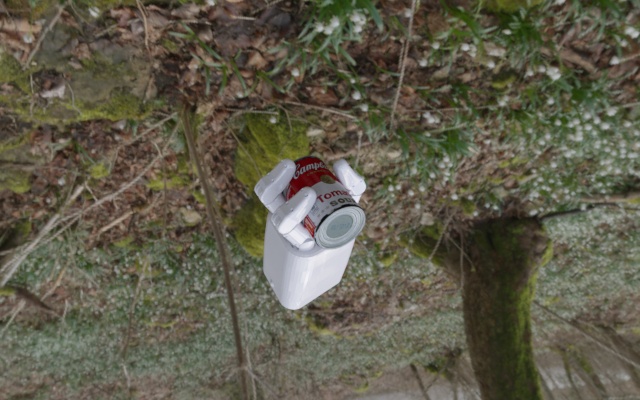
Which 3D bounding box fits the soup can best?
[{"bbox_3d":[0.000,0.002,0.575,0.068,0.068,0.102,0,37,-35],"label":"soup can"}]
